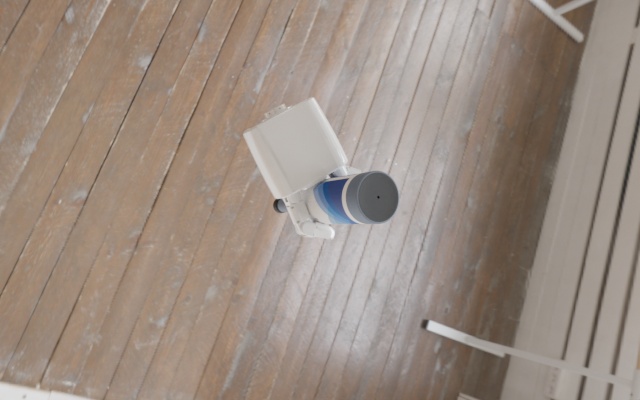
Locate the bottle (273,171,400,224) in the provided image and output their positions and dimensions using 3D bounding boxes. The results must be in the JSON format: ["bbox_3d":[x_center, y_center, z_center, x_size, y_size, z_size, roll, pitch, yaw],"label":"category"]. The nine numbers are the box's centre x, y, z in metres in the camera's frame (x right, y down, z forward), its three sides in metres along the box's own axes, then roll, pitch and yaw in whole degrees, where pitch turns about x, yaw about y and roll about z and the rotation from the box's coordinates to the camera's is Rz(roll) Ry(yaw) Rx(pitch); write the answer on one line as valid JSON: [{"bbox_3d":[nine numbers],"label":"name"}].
[{"bbox_3d":[0.000,0.002,0.719,0.069,0.069,0.296,0,-3,-29],"label":"bottle"}]
